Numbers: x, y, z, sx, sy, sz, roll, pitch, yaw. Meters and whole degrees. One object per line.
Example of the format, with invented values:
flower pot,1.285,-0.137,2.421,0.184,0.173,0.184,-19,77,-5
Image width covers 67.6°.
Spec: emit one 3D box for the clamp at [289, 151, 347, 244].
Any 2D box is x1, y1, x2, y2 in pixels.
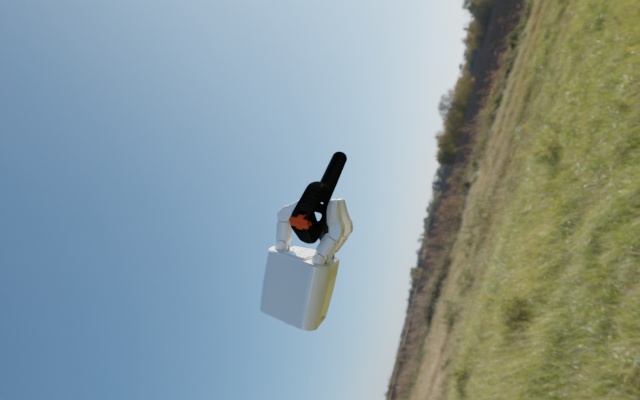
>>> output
clamp,-0.001,0.003,0.744,0.036,0.164,0.210,11,6,14
